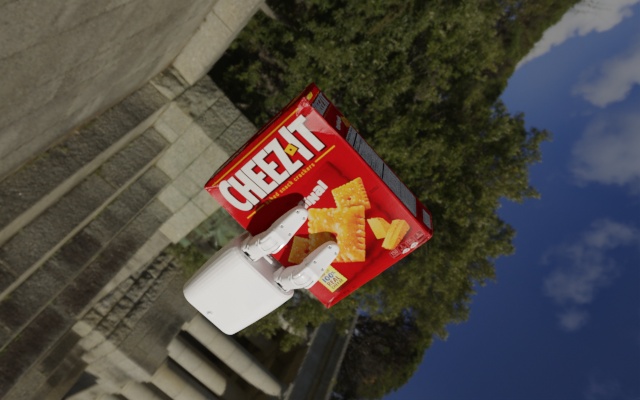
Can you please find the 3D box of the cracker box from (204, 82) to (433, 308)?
[{"bbox_3d":[0.000,0.002,0.556,0.164,0.214,0.072,-38,15,23],"label":"cracker box"}]
